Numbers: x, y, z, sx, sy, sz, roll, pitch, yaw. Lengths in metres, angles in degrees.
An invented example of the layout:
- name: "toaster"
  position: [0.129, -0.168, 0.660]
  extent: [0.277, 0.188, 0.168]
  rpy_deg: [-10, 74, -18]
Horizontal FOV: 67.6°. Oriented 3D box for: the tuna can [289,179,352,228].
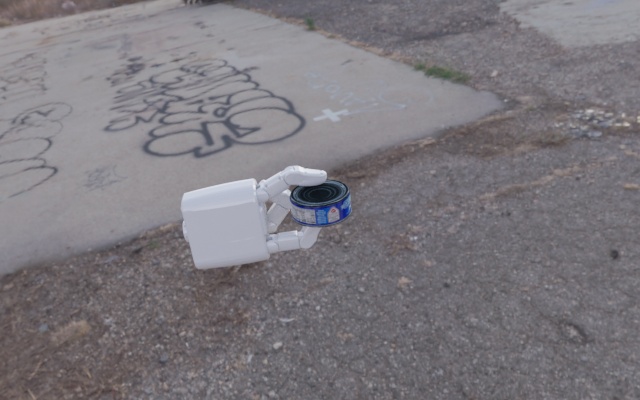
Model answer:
- name: "tuna can"
  position: [0.000, 0.002, 0.667]
  extent: [0.086, 0.034, 0.086]
  rpy_deg: [-5, 27, 2]
